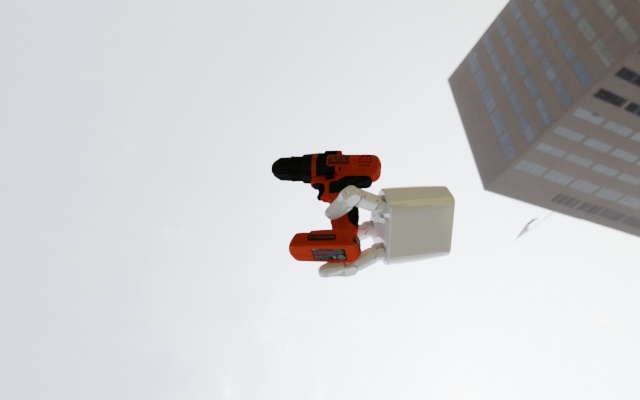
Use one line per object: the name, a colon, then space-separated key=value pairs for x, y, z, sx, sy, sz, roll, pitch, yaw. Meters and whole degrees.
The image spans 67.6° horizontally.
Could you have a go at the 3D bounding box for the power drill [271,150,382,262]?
power drill: x=0.000 y=0.003 z=0.752 sx=0.184 sy=0.187 sz=0.057 roll=-1 pitch=-33 yaw=13
